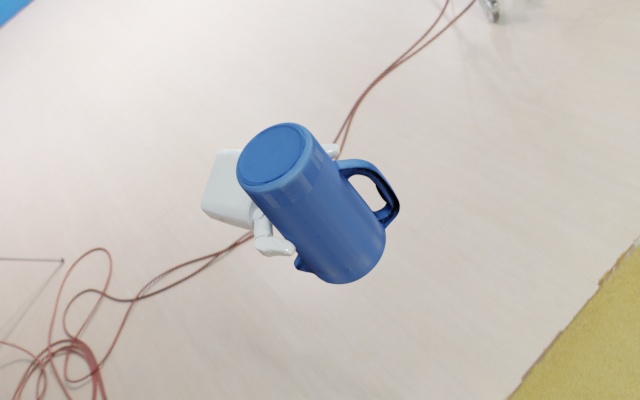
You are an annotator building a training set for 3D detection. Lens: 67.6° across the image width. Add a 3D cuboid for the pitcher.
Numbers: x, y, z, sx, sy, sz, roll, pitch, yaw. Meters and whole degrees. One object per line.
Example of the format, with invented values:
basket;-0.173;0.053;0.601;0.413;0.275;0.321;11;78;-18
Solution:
pitcher;0.000;0.002;0.658;0.145;0.149;0.243;10;-27;35
